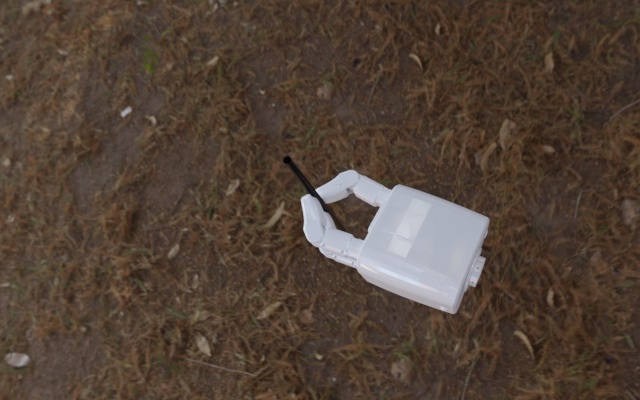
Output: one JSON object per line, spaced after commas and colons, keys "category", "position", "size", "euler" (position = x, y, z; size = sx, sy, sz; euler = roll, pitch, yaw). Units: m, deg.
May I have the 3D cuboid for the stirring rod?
{"category": "stirring rod", "position": [0.000, 0.002, 0.558], "size": [0.011, 0.011, 0.240], "euler": [0, -19, 16]}
